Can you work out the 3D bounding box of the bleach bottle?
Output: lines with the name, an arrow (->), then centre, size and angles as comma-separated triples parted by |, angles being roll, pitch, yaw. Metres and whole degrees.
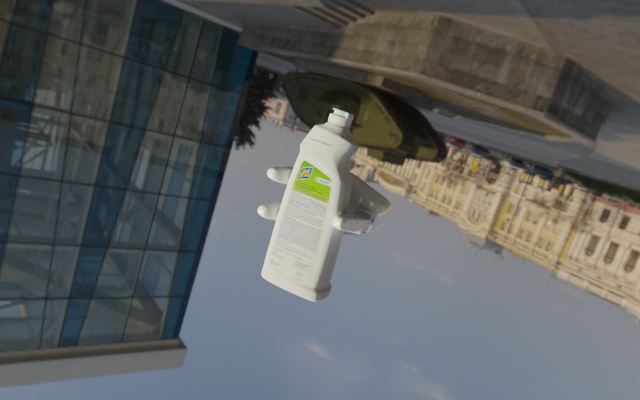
bleach bottle -> 0.000, 0.002, 0.652 | 0.102, 0.251, 0.068 | 21, 11, 18
